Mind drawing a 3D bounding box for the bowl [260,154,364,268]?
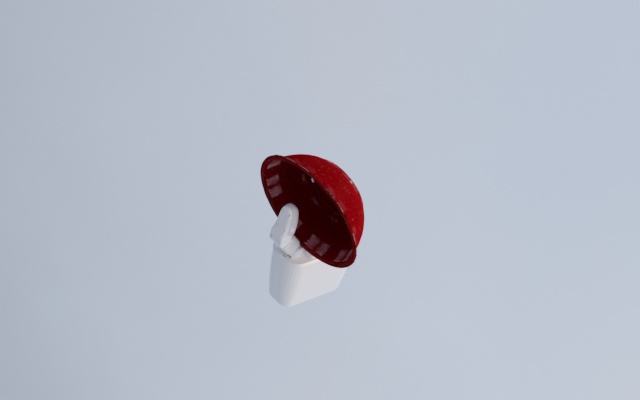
[{"bbox_3d":[0.001,0.001,0.575,0.055,0.162,0.162,-38,19,-26],"label":"bowl"}]
